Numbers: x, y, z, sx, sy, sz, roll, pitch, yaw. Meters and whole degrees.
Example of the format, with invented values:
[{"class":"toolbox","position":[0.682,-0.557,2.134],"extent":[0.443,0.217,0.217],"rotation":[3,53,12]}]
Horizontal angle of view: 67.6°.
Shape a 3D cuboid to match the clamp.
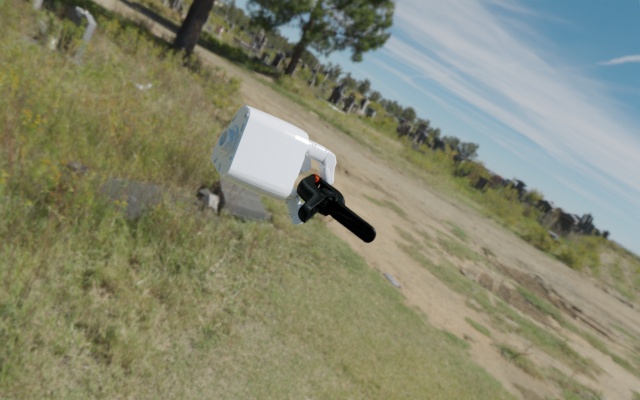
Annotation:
[{"class":"clamp","position":[0.000,0.002,0.709],"extent":[0.120,0.039,0.171],"rotation":[22,14,-33]}]
